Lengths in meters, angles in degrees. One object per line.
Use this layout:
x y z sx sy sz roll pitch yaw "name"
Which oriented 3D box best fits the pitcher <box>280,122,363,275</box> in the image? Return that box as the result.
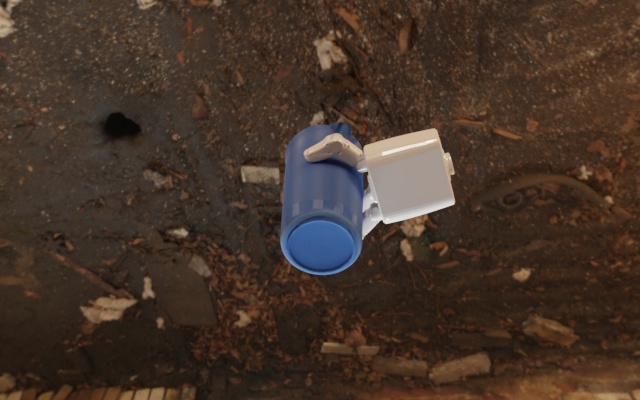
0.000 0.002 0.721 0.145 0.149 0.242 -15 32 12 "pitcher"
